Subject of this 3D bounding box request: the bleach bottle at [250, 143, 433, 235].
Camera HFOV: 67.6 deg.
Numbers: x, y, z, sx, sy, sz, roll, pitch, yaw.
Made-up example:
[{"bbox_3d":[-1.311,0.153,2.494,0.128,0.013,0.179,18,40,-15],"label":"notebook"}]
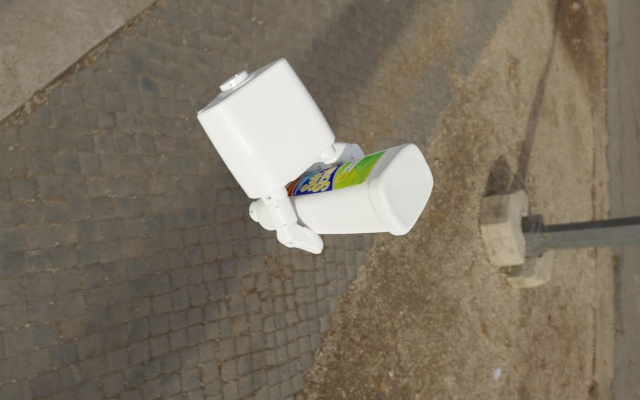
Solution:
[{"bbox_3d":[0.000,0.002,0.561,0.251,0.068,0.102,-11,29,43],"label":"bleach bottle"}]
